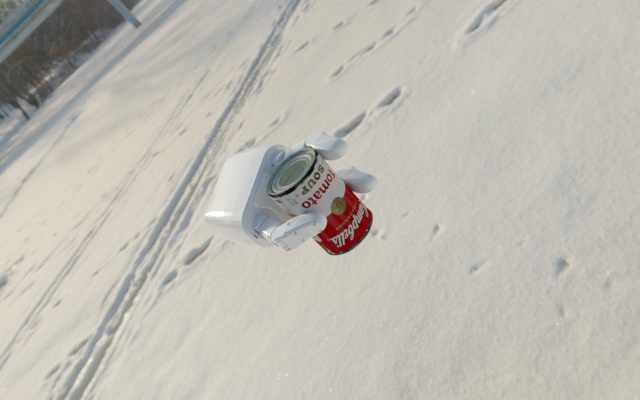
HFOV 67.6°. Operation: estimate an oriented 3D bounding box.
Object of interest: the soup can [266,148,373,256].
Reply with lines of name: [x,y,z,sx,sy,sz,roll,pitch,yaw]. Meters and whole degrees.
soup can: [0.000,0.002,0.507,0.068,0.068,0.102,0,-40,51]
